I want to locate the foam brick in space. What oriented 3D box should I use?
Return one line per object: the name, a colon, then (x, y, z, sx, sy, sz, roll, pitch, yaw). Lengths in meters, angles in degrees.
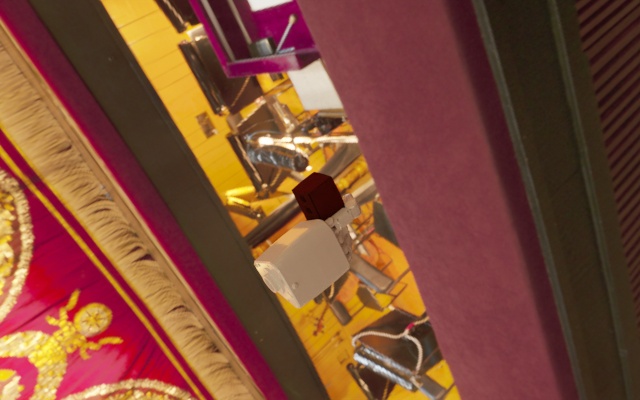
foam brick: (0.000, 0.002, 0.760, 0.051, 0.078, 0.053, -37, 27, -22)
